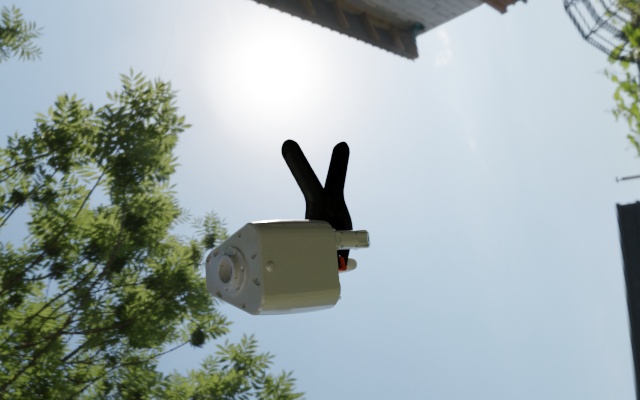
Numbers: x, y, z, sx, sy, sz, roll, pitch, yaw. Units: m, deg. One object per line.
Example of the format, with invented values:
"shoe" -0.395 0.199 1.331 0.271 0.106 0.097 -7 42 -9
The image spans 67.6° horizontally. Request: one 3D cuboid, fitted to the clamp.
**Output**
"clamp" 0.000 0.002 0.588 0.120 0.171 0.039 5 -14 -44
